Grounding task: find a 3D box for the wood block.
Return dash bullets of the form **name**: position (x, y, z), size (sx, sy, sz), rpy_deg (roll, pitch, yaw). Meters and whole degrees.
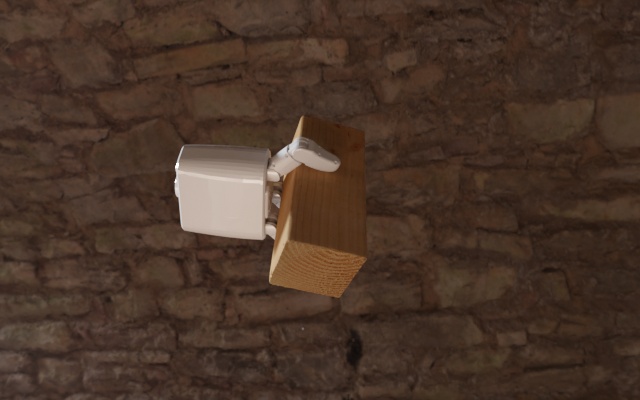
- **wood block**: position (0.000, 0.002, 0.593), size (0.090, 0.206, 0.091), rpy_deg (14, -42, -11)
